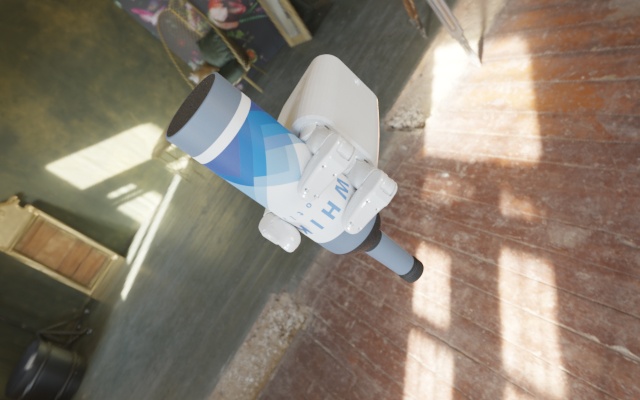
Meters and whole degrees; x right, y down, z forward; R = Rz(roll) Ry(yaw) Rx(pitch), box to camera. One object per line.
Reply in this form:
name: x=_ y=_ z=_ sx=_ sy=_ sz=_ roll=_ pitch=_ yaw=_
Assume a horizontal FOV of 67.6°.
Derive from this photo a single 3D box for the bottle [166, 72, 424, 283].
bottle: x=0.000 y=0.001 z=0.449 sx=0.296 sy=0.069 sz=0.069 roll=37 pitch=-20 yaw=-30
